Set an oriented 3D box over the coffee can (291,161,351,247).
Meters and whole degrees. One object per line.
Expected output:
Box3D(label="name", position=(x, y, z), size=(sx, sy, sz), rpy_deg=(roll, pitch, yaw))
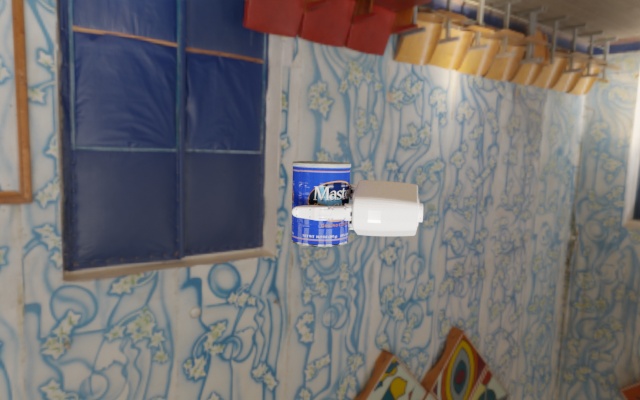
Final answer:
Box3D(label="coffee can", position=(0.000, 0.003, 0.842), size=(0.103, 0.140, 0.103), rpy_deg=(2, 7, 0))
